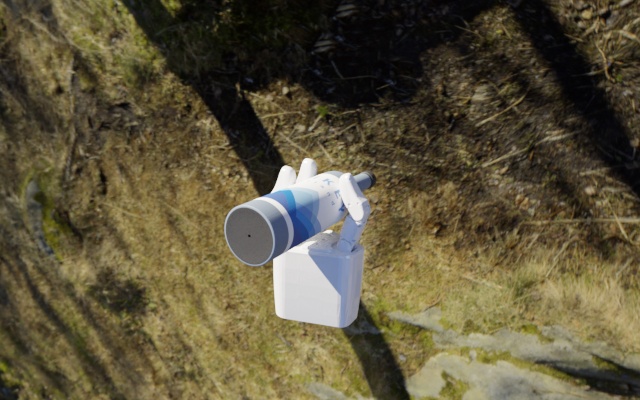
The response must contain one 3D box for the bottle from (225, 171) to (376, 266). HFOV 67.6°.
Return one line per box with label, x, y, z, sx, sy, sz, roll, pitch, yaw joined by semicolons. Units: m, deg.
bottle;0.000;0.002;0.613;0.069;0.069;0.295;0;14;31
